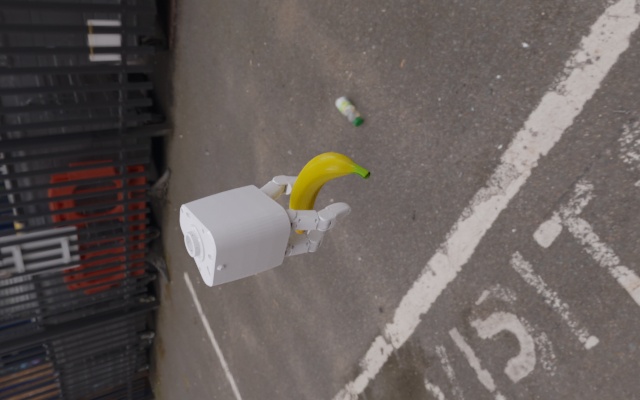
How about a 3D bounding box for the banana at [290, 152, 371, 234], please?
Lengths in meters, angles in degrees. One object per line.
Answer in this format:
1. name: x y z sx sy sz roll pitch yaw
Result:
1. banana: -0.007 -0.015 0.675 0.037 0.069 0.198 -20 -14 -35
